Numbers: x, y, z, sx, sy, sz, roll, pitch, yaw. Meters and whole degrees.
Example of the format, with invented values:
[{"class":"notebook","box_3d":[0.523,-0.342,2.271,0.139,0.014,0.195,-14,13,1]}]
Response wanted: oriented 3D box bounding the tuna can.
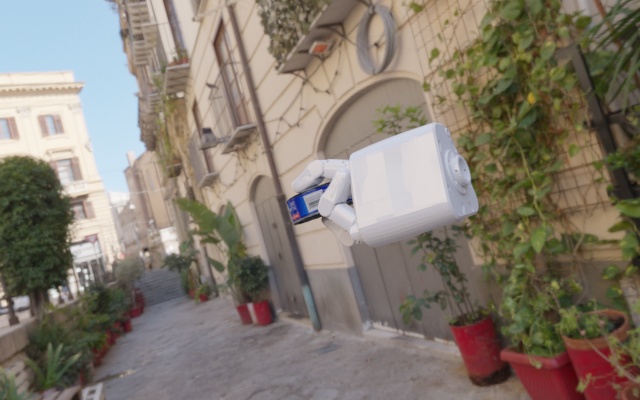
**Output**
[{"class":"tuna can","box_3d":[0.000,0.002,0.623,0.086,0.033,0.086,-20,-5,-2]}]
